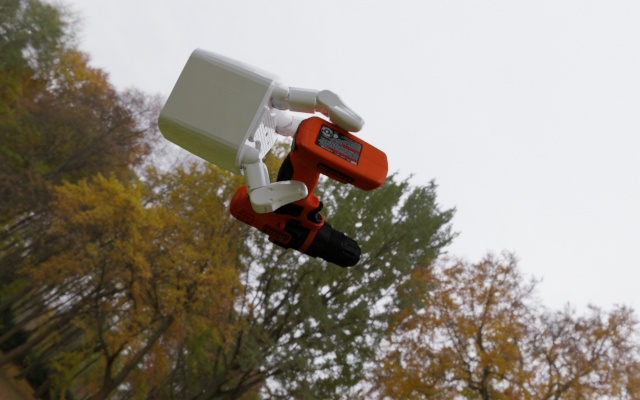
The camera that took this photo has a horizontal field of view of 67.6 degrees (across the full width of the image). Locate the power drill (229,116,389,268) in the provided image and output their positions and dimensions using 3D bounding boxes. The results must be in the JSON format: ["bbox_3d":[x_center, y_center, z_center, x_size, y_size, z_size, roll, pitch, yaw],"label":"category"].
[{"bbox_3d":[0.000,0.001,0.564,0.184,0.057,0.188,26,-43,-13],"label":"power drill"}]
